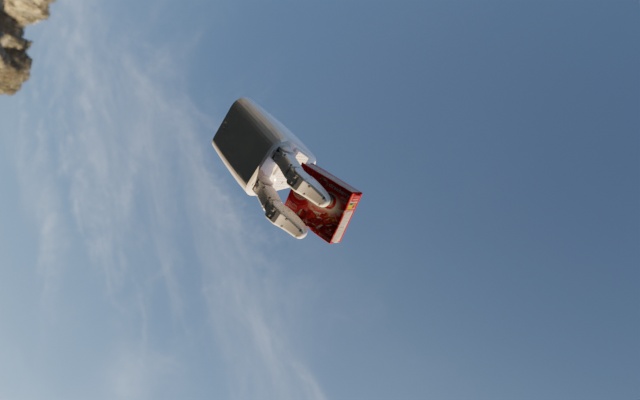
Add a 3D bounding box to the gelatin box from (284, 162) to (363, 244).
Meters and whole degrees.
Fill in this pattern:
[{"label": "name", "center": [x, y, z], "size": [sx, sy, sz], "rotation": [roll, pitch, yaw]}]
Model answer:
[{"label": "gelatin box", "center": [0.001, 0.002, 0.617], "size": [0.089, 0.073, 0.030], "rotation": [33, 18, 28]}]
